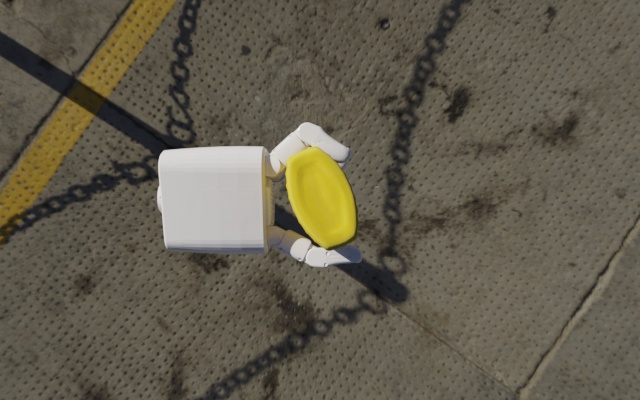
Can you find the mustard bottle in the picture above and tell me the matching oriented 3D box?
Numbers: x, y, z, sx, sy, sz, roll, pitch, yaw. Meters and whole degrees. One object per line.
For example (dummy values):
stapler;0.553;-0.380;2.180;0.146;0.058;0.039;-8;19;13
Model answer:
mustard bottle;0.000;0.002;0.524;0.058;0.096;0.191;-25;-2;-2
